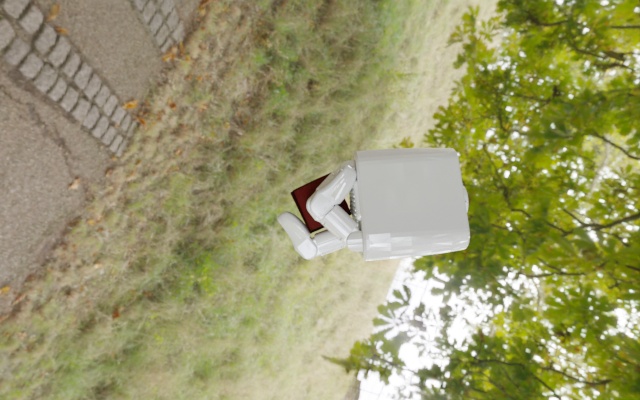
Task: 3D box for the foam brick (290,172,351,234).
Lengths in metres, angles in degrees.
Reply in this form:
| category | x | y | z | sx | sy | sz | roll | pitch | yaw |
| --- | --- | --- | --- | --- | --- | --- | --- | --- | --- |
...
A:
| category | x | y | z | sx | sy | sz | roll | pitch | yaw |
| --- | --- | --- | --- | --- | --- | --- | --- | --- | --- |
| foam brick | 0.000 | 0.002 | 0.553 | 0.051 | 0.053 | 0.078 | -26 | 3 | 0 |
